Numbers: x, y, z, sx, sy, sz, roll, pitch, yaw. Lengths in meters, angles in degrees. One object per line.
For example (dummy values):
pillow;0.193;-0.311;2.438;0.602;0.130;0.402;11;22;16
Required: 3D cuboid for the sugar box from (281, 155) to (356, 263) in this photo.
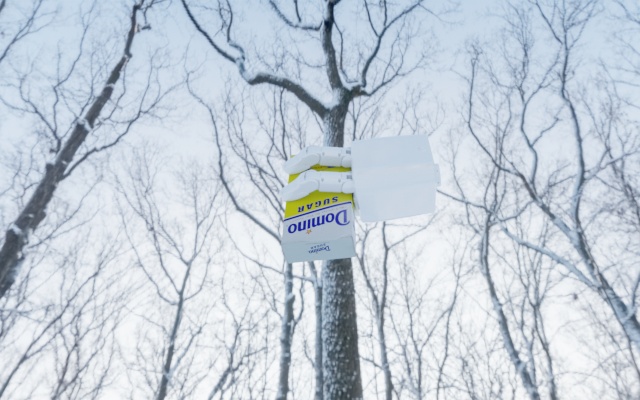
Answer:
sugar box;0.000;0.002;0.660;0.093;0.048;0.176;-7;42;8
